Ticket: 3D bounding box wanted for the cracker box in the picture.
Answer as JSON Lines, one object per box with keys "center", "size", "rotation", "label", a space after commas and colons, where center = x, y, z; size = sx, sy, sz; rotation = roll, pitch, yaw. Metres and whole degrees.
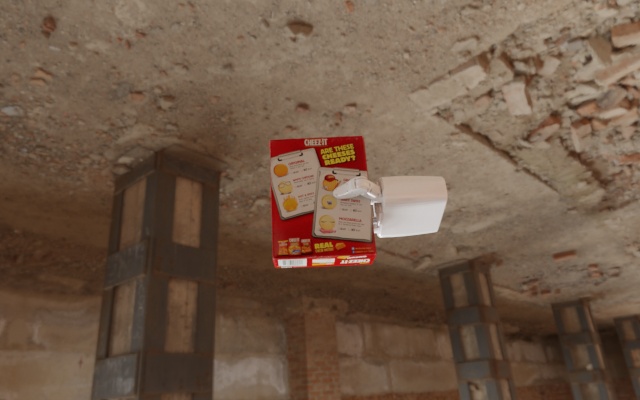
{"center": [0.000, 0.003, 0.802], "size": [0.164, 0.213, 0.072], "rotation": [-3, -23, -3], "label": "cracker box"}
